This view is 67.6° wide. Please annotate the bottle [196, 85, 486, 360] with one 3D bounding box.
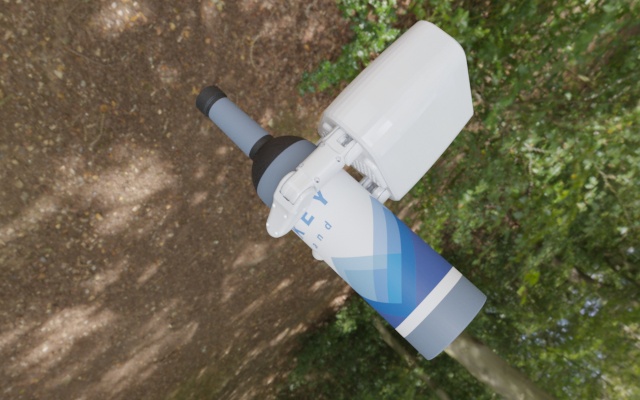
[{"bbox_3d":[0.000,0.002,0.402,0.295,0.069,0.069,43,13,15],"label":"bottle"}]
